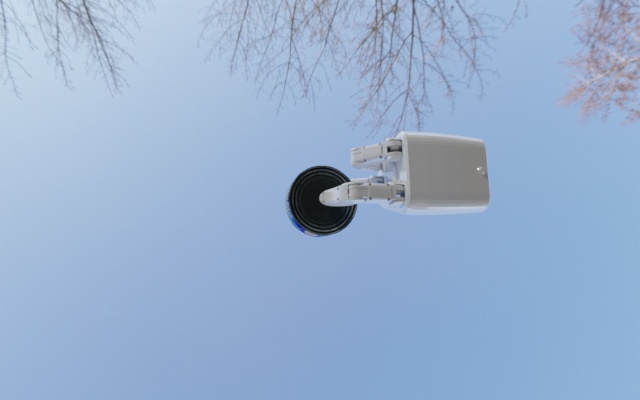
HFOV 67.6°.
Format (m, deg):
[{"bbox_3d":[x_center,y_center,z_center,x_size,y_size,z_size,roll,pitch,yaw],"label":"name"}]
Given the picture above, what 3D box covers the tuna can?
[{"bbox_3d":[0.000,0.002,0.590,0.086,0.086,0.034,0,-9,-14],"label":"tuna can"}]
